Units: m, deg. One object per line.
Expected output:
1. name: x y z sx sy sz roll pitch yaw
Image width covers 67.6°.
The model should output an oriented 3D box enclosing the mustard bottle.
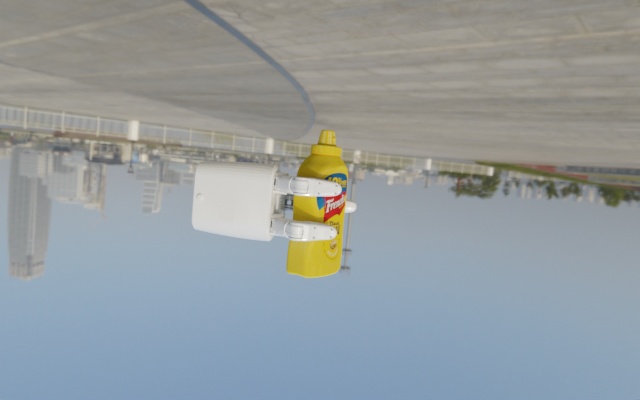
1. mustard bottle: 0.000 0.002 0.641 0.058 0.191 0.096 8 5 32
